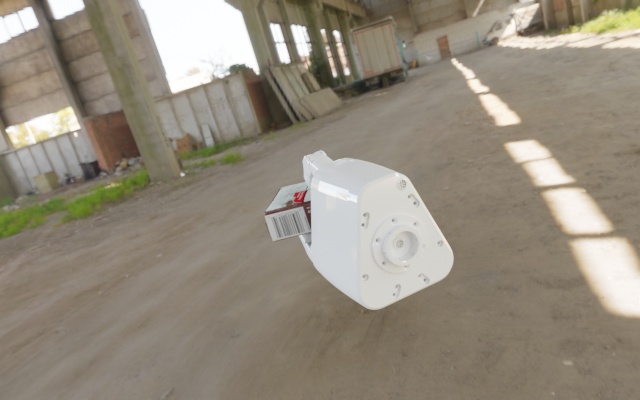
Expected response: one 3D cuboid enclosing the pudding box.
[{"bbox_3d":[0.000,0.002,0.544,0.113,0.039,0.090,-13,17,12],"label":"pudding box"}]
